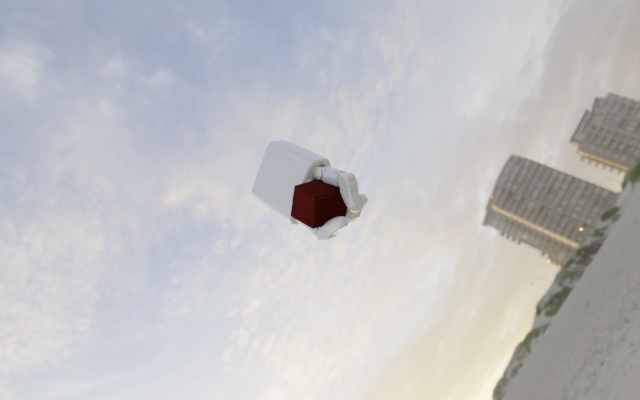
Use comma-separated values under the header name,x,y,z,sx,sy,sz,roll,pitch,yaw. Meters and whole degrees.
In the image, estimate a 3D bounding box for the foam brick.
name,x,y,z,sx,sy,sz,roll,pitch,yaw
foam brick,0.000,0.002,0.733,0.051,0.053,0.078,28,30,35
